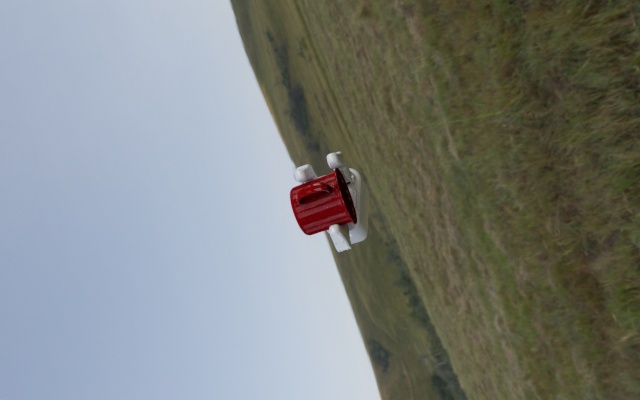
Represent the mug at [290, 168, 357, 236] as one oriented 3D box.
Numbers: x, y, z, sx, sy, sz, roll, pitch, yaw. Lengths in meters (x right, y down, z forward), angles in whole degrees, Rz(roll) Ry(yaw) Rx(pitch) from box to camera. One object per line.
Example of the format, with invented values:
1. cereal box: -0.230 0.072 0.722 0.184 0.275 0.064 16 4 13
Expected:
1. mug: 0.000 0.002 0.735 0.081 0.093 0.117 -19 -20 11
